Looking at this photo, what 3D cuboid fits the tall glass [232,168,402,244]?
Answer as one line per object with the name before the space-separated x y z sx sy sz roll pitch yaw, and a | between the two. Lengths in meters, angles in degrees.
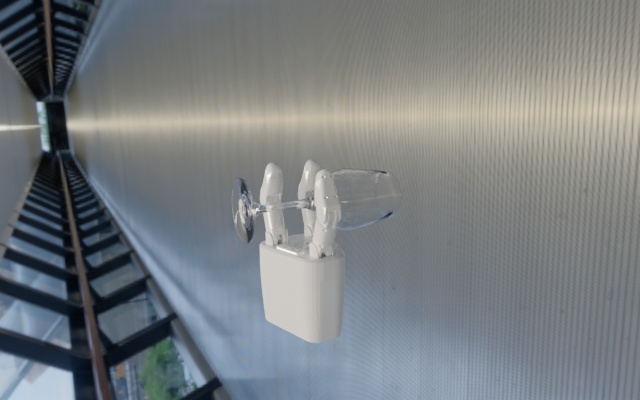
tall glass | 0.000 0.002 0.581 0.201 0.079 0.079 -7 3 -27
